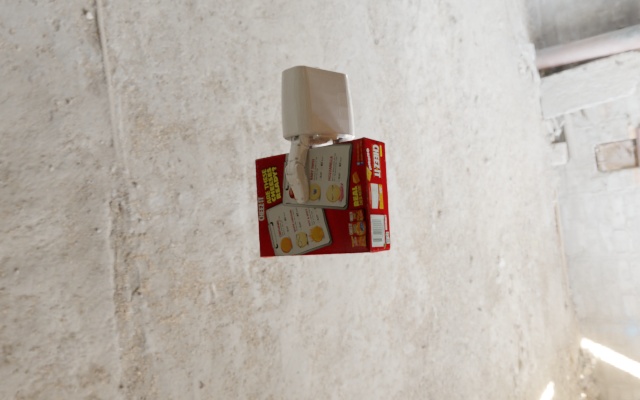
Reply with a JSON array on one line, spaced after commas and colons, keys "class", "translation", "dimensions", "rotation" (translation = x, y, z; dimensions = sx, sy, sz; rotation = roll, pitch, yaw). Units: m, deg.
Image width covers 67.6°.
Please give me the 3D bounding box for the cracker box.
[{"class": "cracker box", "translation": [0.000, 0.002, 0.743], "dimensions": [0.214, 0.164, 0.072], "rotation": [-7, -6, 37]}]
